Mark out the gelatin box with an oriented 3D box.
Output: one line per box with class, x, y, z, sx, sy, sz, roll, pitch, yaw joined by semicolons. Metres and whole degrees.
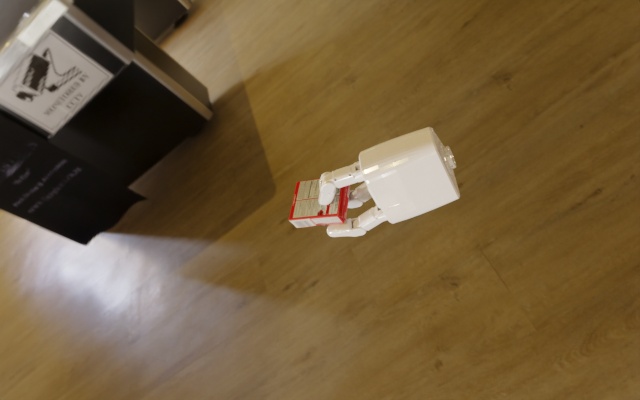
gelatin box;0.000;0.002;0.747;0.089;0.073;0.030;-7;-34;26
